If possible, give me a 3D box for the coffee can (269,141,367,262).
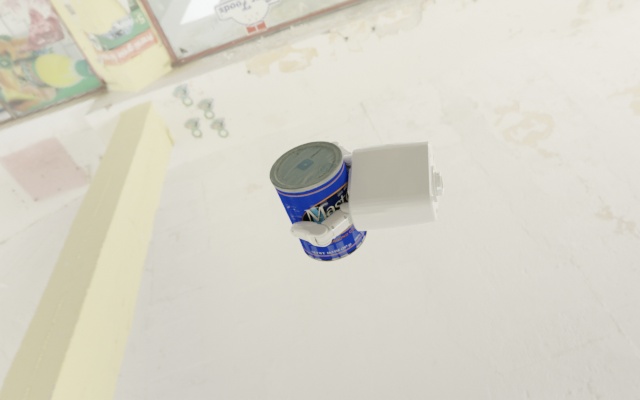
[{"bbox_3d":[0.000,0.002,0.678,0.103,0.140,0.102,-13,38,11],"label":"coffee can"}]
